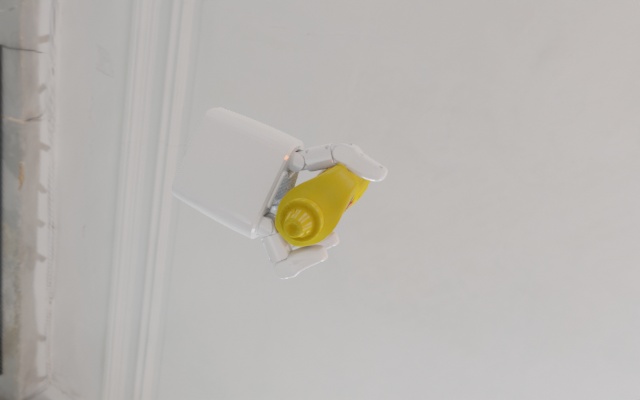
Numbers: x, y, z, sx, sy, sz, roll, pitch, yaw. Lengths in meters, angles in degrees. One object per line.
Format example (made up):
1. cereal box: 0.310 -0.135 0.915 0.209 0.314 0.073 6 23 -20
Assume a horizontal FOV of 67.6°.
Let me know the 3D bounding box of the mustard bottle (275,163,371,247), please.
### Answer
1. mustard bottle: 0.000 0.002 0.509 0.096 0.058 0.191 -41 0 21
